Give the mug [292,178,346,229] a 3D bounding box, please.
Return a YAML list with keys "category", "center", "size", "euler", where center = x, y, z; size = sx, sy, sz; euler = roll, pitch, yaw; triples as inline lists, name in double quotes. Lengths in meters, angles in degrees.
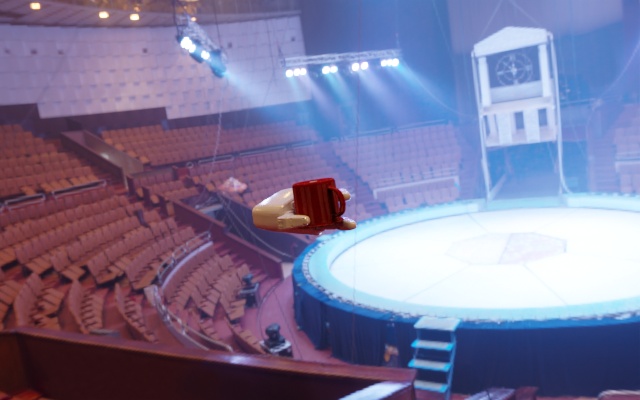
- category: "mug"
  center: [0.001, 0.003, 0.880]
  size: [0.093, 0.081, 0.117]
  euler: [-14, 8, -40]
